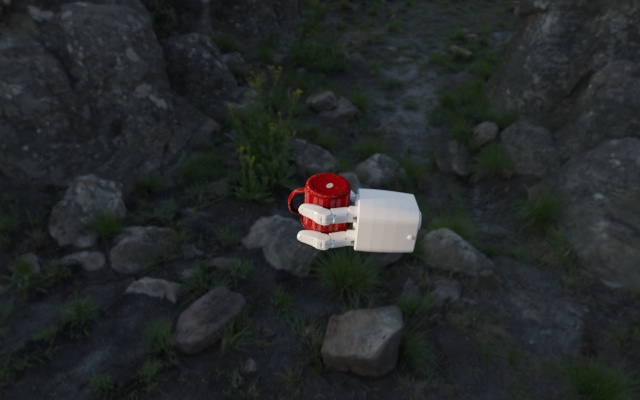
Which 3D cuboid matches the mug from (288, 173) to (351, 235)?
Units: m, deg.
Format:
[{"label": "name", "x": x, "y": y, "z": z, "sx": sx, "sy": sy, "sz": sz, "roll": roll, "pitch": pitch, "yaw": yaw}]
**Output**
[{"label": "mug", "x": -0.001, "y": 0.003, "z": 0.866, "sx": 0.117, "sy": 0.082, "sz": 0.093, "roll": 4, "pitch": 36, "yaw": 1}]
